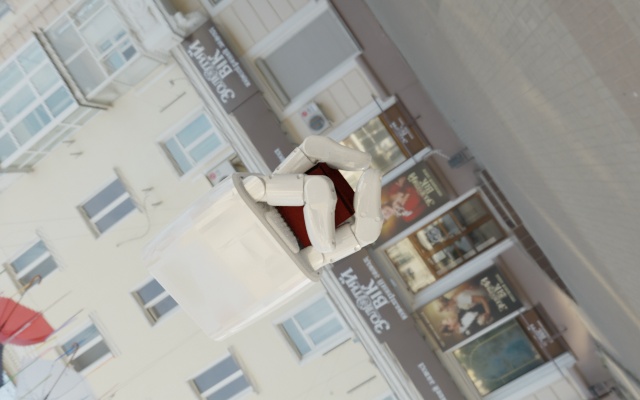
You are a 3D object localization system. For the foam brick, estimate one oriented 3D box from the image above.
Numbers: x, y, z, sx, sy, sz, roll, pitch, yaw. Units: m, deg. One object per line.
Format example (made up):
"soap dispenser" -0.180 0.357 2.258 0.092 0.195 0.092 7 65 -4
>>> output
"foam brick" 0.000 0.001 0.422 0.051 0.053 0.078 -36 -4 11
